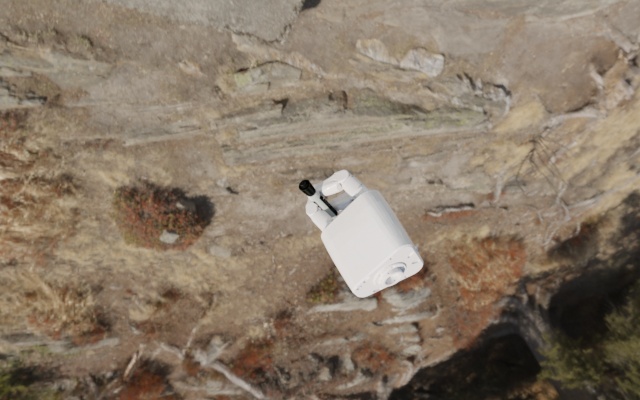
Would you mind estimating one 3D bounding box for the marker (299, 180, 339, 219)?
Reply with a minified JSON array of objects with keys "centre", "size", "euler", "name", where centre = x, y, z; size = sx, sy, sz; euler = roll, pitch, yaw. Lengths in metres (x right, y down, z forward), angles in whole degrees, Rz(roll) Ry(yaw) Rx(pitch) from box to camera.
[{"centre":[0.000,0.002,0.732],"size":[0.020,0.020,0.121],"euler":[0,-27,28],"name":"marker"}]
